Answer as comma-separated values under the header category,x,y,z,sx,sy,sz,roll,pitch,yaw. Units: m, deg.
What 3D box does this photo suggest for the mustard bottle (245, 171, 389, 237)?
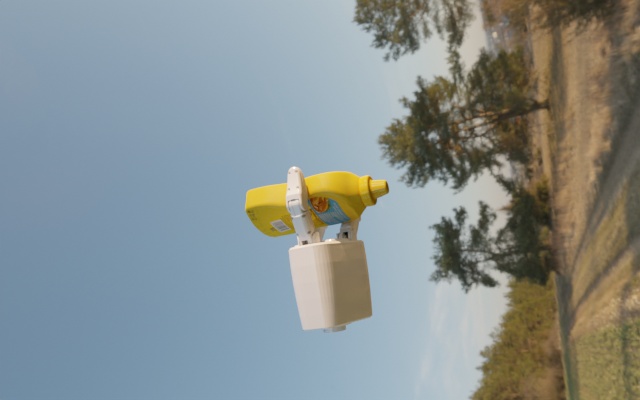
category,x,y,z,sx,sy,sz,roll,pitch,yaw
mustard bottle,0.000,0.002,0.656,0.191,0.058,0.096,-12,-34,21
